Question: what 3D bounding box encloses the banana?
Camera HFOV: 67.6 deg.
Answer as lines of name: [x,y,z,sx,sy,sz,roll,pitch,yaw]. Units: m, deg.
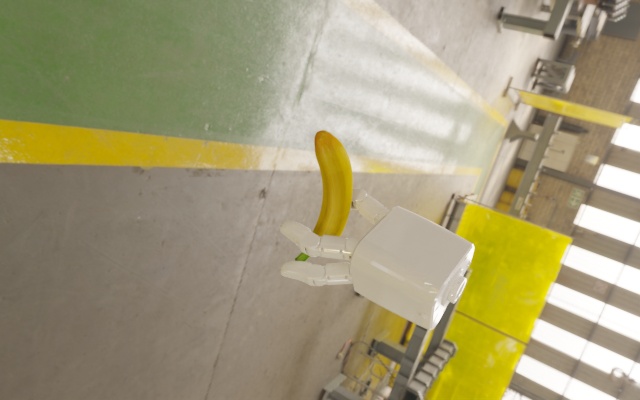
banana: [0.011,-0.003,0.585,0.037,0.198,0.069,30,40,28]
